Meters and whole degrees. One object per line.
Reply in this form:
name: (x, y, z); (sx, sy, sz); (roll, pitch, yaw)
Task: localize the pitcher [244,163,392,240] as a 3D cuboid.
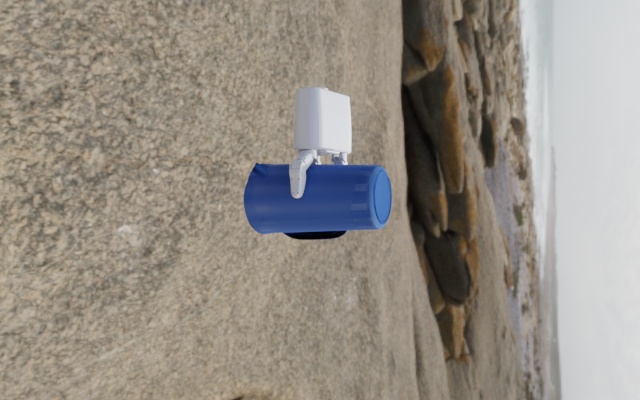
pitcher: (0.000, 0.003, 0.853); (0.243, 0.145, 0.149); (0, -2, 26)
